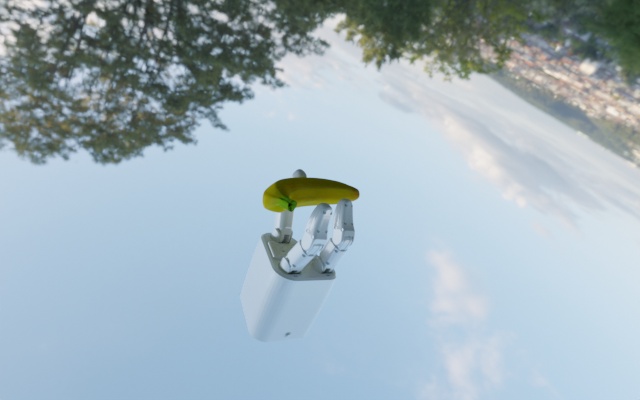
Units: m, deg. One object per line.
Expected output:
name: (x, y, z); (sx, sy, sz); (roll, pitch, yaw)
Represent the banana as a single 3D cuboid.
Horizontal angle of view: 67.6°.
banana: (-0.017, -0.005, 0.597); (0.069, 0.037, 0.198); (25, 17, 22)
